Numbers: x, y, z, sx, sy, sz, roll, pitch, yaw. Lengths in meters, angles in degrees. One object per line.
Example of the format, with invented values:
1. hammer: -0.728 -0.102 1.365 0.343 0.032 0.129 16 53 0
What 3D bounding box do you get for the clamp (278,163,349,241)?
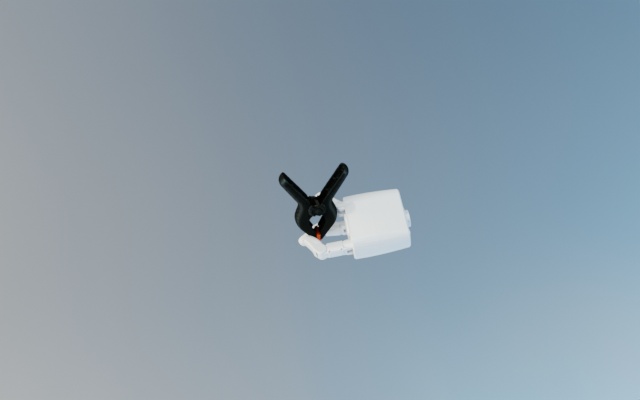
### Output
1. clamp: 0.000 0.003 0.857 0.120 0.039 0.172 -12 -45 2
